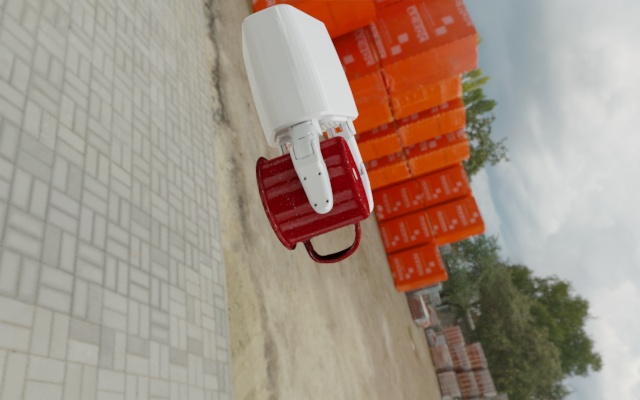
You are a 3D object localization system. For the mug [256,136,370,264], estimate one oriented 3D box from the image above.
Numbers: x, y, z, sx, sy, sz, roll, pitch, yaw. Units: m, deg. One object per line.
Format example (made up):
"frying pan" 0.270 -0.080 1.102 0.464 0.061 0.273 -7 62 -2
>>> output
"mug" 0.001 0.003 0.444 0.081 0.117 0.093 -19 2 10
